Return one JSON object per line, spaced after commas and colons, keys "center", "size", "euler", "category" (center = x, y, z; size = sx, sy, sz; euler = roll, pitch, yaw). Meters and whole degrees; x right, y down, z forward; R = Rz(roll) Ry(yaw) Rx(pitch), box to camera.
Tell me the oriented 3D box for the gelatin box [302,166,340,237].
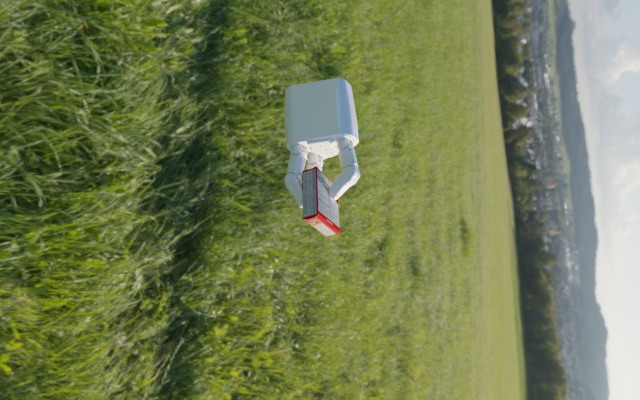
{"center": [0.001, 0.003, 0.752], "size": [0.030, 0.089, 0.073], "euler": [-17, -33, 23], "category": "gelatin box"}
